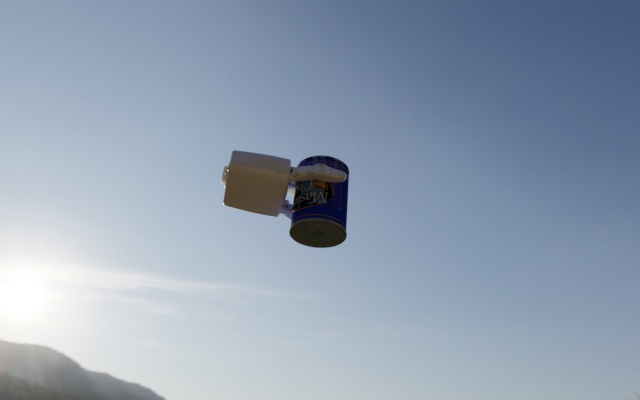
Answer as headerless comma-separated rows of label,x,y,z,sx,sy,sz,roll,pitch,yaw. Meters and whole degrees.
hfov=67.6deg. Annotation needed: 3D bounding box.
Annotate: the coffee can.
coffee can,0.000,0.003,0.884,0.103,0.140,0.103,3,-32,2
